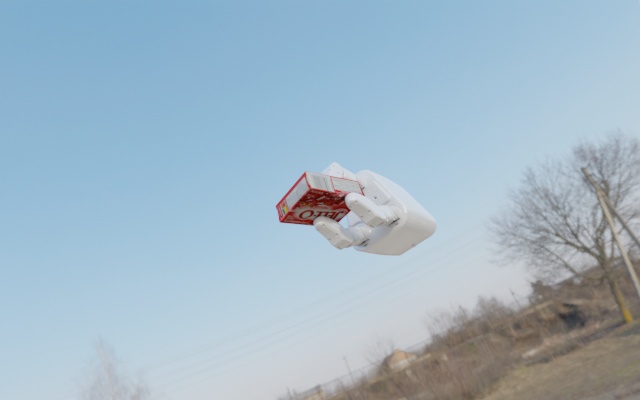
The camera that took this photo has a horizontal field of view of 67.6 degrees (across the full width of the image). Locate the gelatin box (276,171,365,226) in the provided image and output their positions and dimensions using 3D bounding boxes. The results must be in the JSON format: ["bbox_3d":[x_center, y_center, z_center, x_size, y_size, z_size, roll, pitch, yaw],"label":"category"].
[{"bbox_3d":[0.000,0.002,0.602,0.089,0.030,0.073,9,-41,-37],"label":"gelatin box"}]
